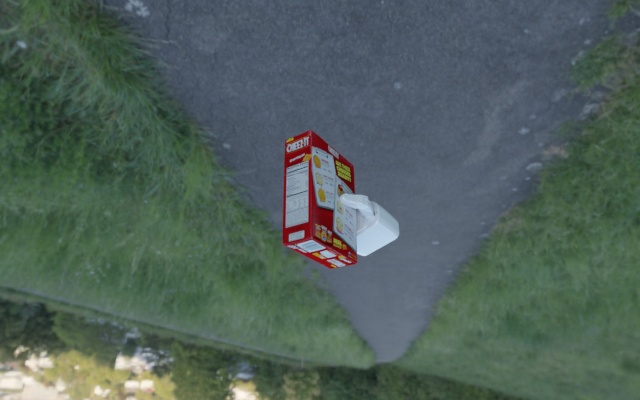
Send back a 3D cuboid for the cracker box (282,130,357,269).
[{"bbox_3d":[0.000,0.003,0.895,0.072,0.213,0.164,-16,-29,28],"label":"cracker box"}]
